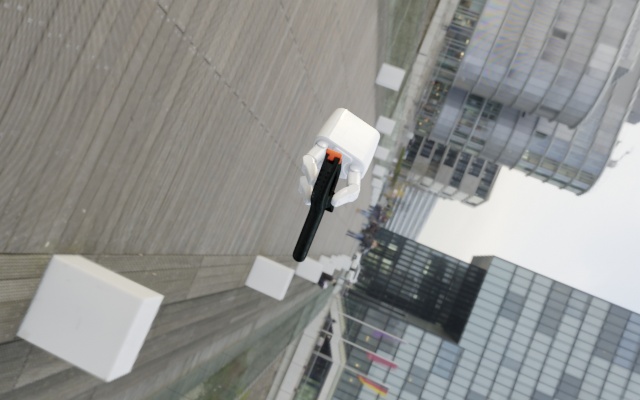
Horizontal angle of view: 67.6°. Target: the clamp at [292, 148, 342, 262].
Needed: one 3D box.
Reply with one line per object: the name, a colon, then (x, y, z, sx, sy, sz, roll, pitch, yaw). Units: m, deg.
clamp: (0.001, 0.003, 0.845, 0.036, 0.164, 0.210, 22, -40, 8)
